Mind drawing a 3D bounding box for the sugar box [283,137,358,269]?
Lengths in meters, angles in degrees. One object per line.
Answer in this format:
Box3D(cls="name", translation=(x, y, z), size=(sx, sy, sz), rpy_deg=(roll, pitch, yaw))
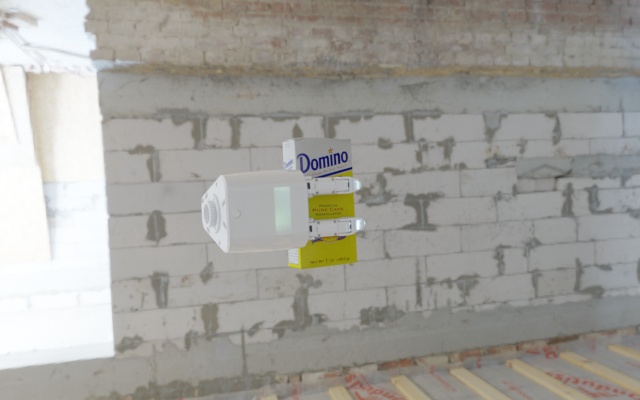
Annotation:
Box3D(cls="sugar box", translation=(0.000, 0.002, 0.665), size=(0.093, 0.176, 0.048), rpy_deg=(-3, 2, -29))
